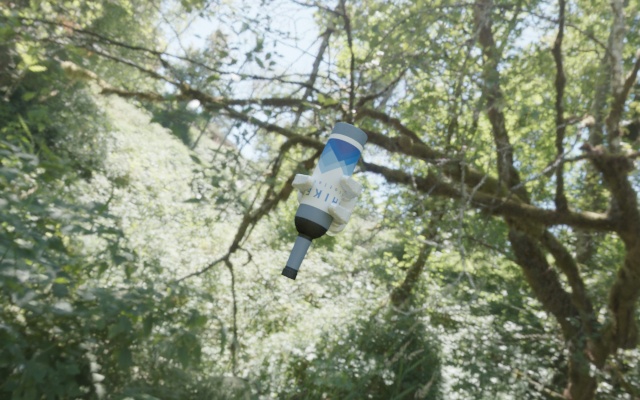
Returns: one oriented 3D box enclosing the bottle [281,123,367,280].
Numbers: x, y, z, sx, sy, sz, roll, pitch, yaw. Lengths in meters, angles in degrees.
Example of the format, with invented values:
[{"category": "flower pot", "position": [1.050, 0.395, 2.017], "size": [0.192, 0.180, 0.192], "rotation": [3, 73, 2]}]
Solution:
[{"category": "bottle", "position": [0.000, 0.003, 0.866], "size": [0.069, 0.295, 0.069], "rotation": [22, -12, 5]}]
